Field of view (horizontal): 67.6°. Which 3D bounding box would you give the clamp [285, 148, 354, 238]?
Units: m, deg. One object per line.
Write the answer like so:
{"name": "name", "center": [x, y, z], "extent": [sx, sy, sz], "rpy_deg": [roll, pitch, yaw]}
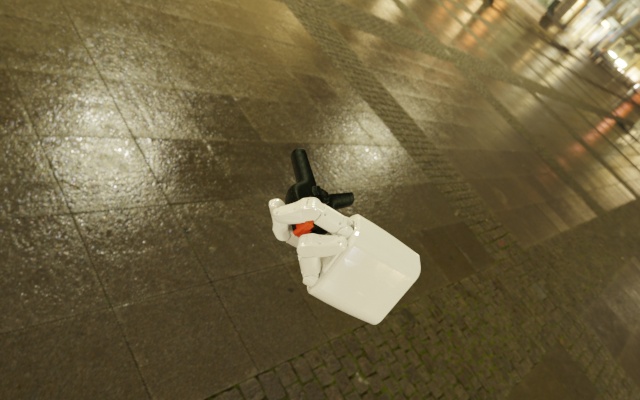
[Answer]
{"name": "clamp", "center": [0.000, 0.002, 0.668], "extent": [0.120, 0.039, 0.171], "rpy_deg": [32, 33, -17]}
